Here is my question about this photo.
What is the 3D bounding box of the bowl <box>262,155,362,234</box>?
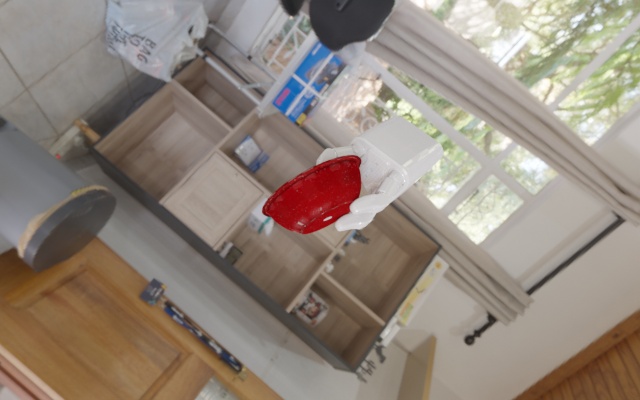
[{"bbox_3d":[-0.001,0.003,0.681,0.162,0.055,0.162,-27,-14,-7],"label":"bowl"}]
